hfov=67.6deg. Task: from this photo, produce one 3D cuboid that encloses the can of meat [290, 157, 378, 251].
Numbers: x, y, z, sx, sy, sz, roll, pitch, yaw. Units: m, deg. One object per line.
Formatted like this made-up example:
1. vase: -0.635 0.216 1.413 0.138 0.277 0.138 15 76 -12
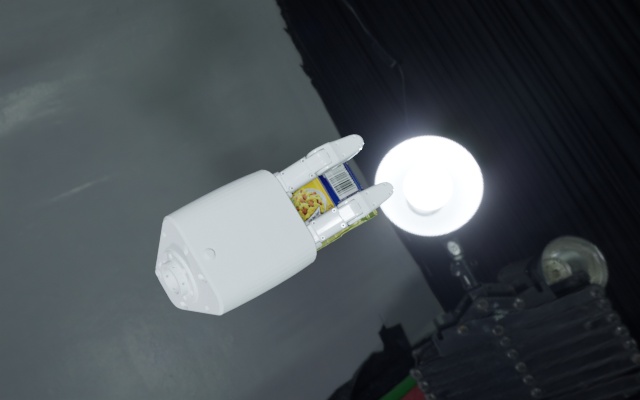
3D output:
1. can of meat: 0.000 0.002 0.502 0.057 0.084 0.102 -28 -5 -42
